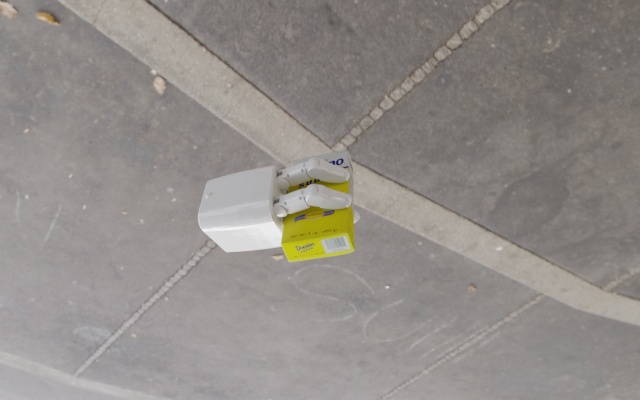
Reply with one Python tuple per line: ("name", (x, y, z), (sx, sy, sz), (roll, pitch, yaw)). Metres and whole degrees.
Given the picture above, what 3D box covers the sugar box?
("sugar box", (0.000, 0.002, 0.677), (0.093, 0.176, 0.048), (-10, -46, 11))
